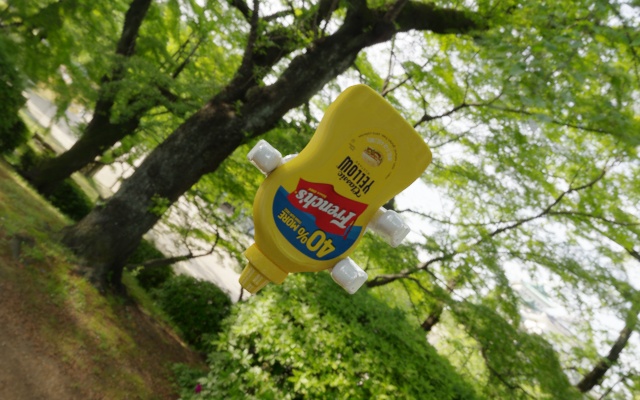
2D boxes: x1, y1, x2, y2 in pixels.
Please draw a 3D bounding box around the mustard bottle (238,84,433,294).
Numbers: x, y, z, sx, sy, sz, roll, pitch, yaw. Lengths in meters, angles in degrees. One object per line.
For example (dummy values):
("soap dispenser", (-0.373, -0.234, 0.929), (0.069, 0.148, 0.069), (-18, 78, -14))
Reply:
("mustard bottle", (0.000, 0.001, 0.405), (0.096, 0.191, 0.058), (42, -2, -17))
